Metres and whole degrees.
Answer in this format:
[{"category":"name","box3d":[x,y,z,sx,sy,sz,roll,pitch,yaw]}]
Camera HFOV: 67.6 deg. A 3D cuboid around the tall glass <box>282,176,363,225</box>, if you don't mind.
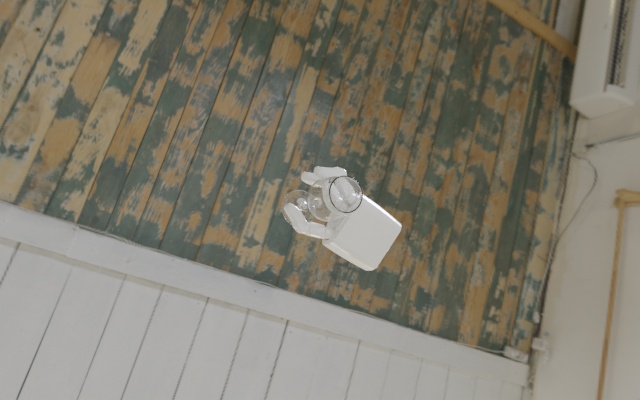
[{"category":"tall glass","box3d":[0.000,0.003,0.858,0.079,0.079,0.201,0,-8,-25]}]
